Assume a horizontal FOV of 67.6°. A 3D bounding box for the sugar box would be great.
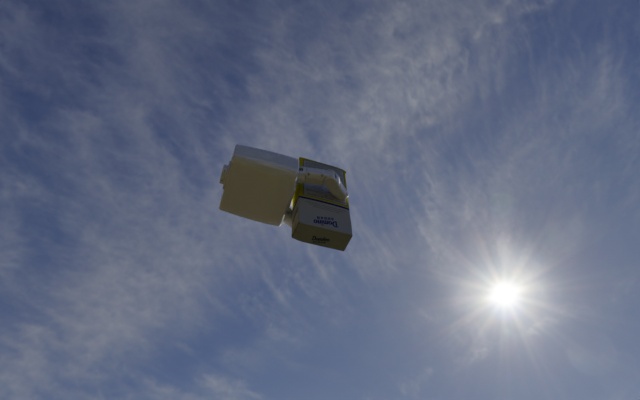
[{"bbox_3d":[0.000,0.003,0.814,0.093,0.048,0.176,15,40,-13],"label":"sugar box"}]
